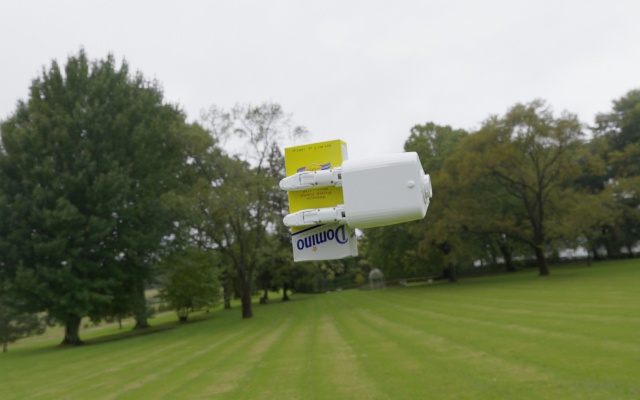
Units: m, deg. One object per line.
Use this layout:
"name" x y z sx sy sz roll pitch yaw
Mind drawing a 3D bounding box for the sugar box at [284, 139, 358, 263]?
"sugar box" 0.000 0.002 0.724 0.093 0.176 0.048 -8 -7 19
